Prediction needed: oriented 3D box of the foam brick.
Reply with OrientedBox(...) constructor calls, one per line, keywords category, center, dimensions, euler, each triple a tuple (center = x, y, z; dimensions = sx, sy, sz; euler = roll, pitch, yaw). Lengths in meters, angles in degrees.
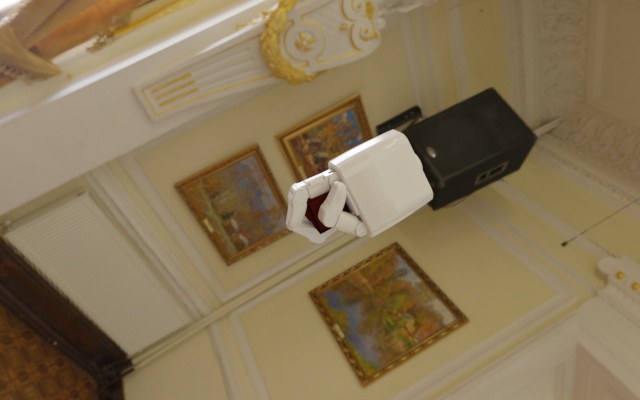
OrientedBox(category="foam brick", center=(0.000, 0.002, 0.677), dimensions=(0.051, 0.053, 0.078), euler=(-30, 27, -8))
